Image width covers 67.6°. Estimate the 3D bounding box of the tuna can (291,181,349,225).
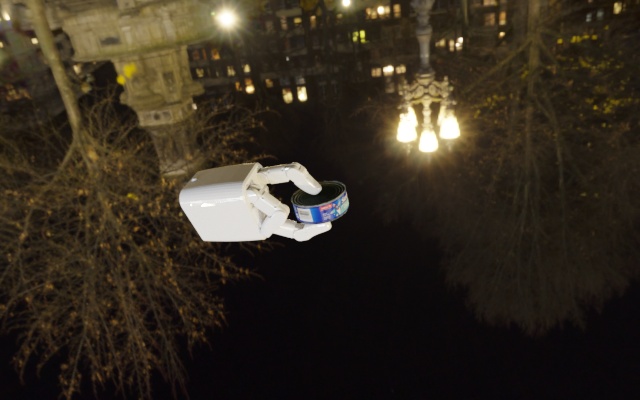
[{"bbox_3d":[0.000,0.003,0.737,0.086,0.034,0.086,-12,25,6],"label":"tuna can"}]
